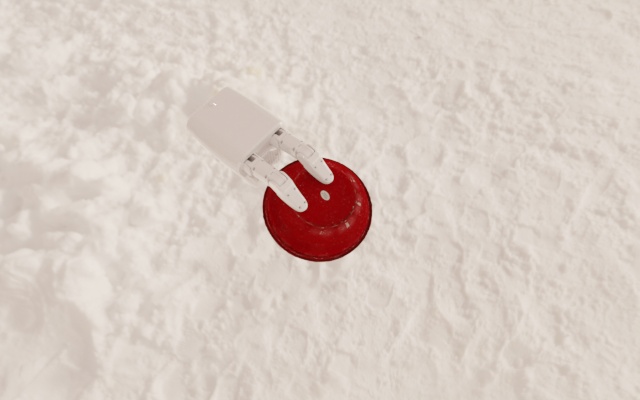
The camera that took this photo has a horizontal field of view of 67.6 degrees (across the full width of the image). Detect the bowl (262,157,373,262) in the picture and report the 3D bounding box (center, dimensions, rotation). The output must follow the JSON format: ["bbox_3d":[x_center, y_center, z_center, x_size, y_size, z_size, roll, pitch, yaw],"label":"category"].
[{"bbox_3d":[0.001,0.003,0.669,0.162,0.162,0.055,0,-19,-9],"label":"bowl"}]
